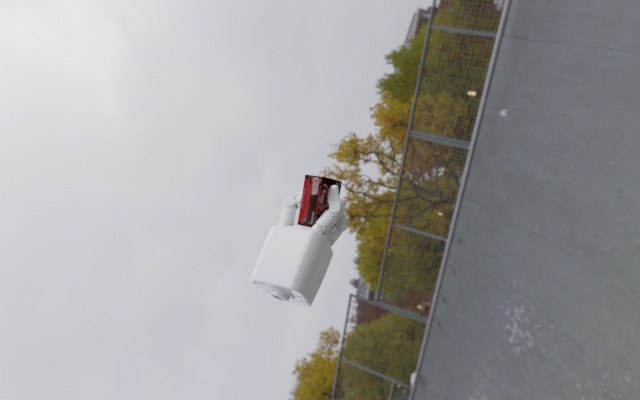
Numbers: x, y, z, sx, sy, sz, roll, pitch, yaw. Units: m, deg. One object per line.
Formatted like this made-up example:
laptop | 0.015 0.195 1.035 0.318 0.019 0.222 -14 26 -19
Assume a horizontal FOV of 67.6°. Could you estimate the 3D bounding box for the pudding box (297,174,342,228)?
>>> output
pudding box | 0.000 0.003 0.862 0.039 0.090 0.113 11 2 18
